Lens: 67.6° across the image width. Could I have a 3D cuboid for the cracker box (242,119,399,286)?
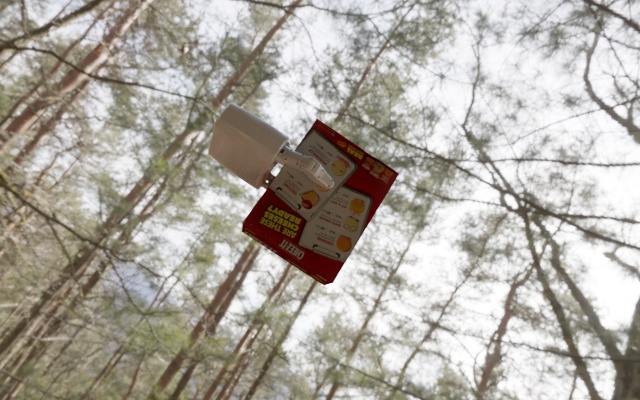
[{"bbox_3d":[0.000,0.002,0.765,0.164,0.213,0.072,34,-18,-1],"label":"cracker box"}]
